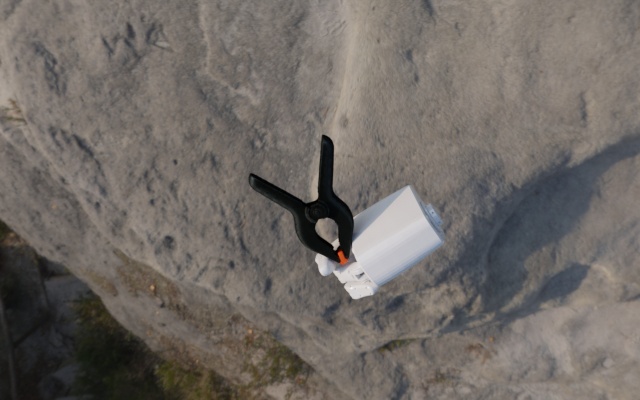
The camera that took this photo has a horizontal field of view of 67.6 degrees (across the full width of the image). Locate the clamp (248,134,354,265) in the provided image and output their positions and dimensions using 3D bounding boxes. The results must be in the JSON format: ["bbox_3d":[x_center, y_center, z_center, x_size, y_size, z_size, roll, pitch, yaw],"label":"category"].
[{"bbox_3d":[0.000,0.002,0.631,0.120,0.171,0.039,-35,14,12],"label":"clamp"}]
